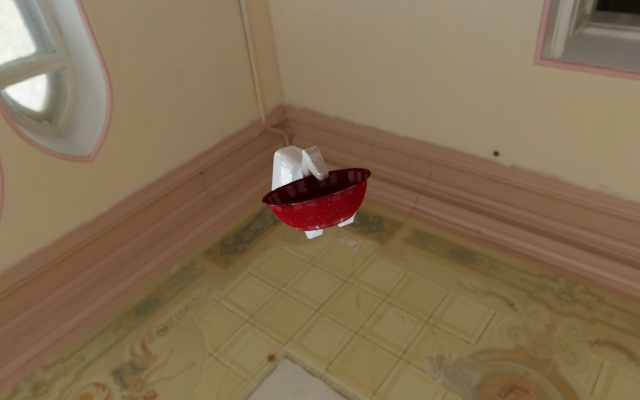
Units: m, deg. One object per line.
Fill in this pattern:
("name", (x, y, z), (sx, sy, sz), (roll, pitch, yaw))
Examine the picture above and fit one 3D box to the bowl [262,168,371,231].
("bowl", (0.000, 0.003, 0.690), (0.162, 0.055, 0.162), (-14, 13, 3))
